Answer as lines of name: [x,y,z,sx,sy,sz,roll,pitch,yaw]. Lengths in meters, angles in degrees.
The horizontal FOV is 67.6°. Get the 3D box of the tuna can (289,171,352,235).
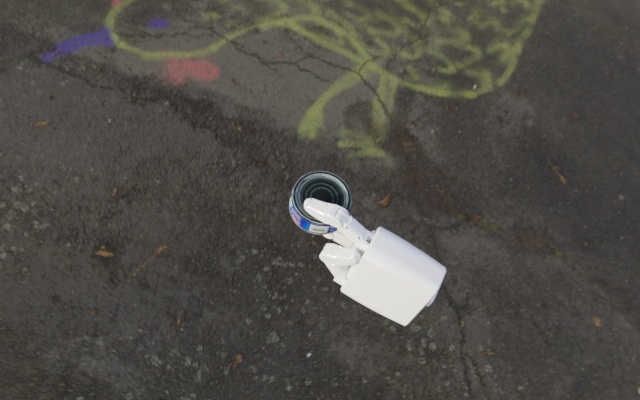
tuna can: [0.000,0.002,0.665,0.086,0.086,0.034,0,-27,-9]
